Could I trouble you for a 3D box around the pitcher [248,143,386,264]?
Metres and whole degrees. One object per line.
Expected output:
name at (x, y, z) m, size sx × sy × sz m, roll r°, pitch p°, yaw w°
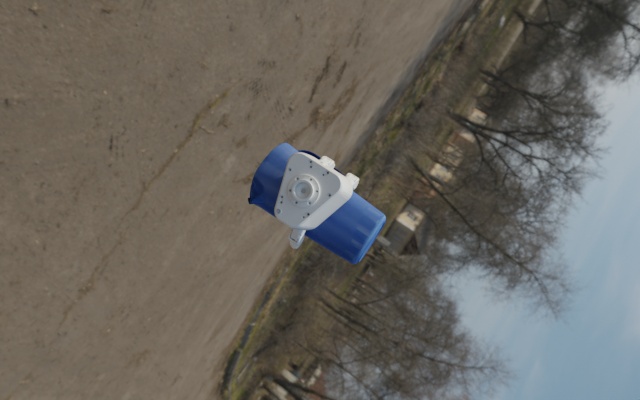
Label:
pitcher at (0.000, 0.003, 0.893) m, size 0.243 × 0.149 × 0.145 m, roll 34°, pitch 0°, yaw 10°
